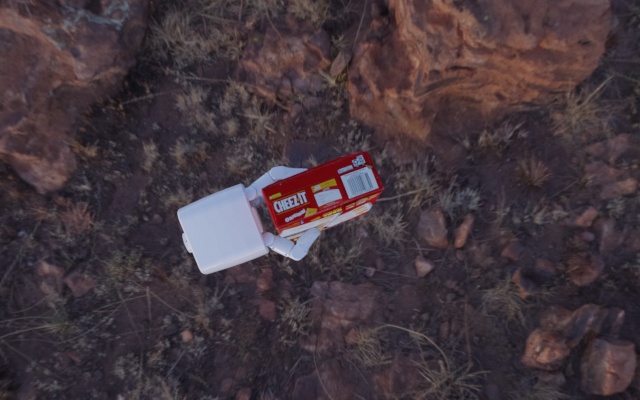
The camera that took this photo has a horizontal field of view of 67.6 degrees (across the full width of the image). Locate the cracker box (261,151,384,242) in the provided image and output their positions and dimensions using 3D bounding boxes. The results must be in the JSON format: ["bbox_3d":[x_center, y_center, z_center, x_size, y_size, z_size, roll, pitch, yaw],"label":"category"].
[{"bbox_3d":[0.000,0.003,0.765,0.164,0.072,0.214,-21,-9,-5],"label":"cracker box"}]
